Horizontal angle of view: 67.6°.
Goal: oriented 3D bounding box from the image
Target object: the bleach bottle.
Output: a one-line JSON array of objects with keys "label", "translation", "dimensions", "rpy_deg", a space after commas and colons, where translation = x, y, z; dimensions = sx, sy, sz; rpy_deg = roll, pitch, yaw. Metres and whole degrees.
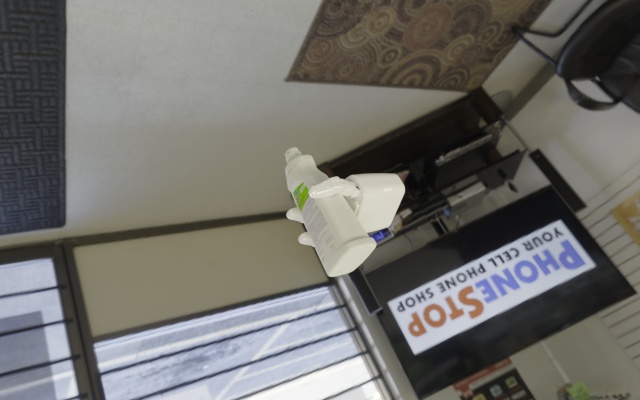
[{"label": "bleach bottle", "translation": [0.000, 0.003, 0.842], "dimensions": [0.068, 0.250, 0.103], "rpy_deg": [-7, -33, -35]}]
